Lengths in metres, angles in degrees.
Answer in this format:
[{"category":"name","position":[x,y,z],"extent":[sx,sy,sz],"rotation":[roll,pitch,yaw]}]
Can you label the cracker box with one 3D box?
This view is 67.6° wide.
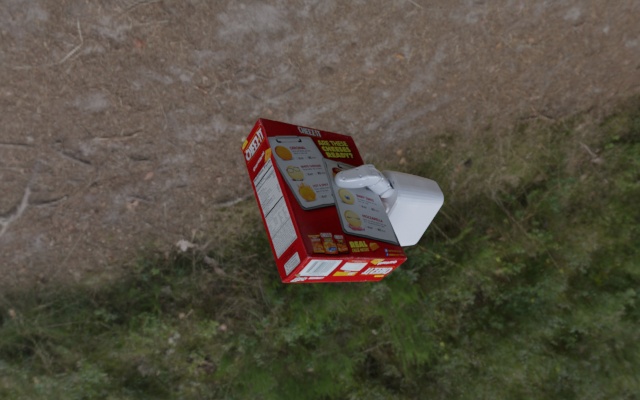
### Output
[{"category":"cracker box","position":[0.000,0.002,0.635],"extent":[0.164,0.213,0.072],"rotation":[5,-39,-38]}]
